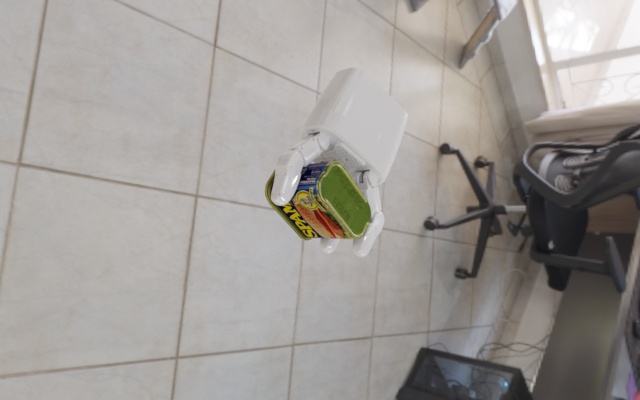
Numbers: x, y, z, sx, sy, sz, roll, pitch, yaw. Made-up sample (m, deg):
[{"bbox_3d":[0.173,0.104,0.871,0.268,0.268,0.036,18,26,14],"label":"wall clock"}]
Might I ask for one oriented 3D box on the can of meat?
[{"bbox_3d":[0.000,0.002,0.554,0.084,0.057,0.102,-2,-42,42],"label":"can of meat"}]
